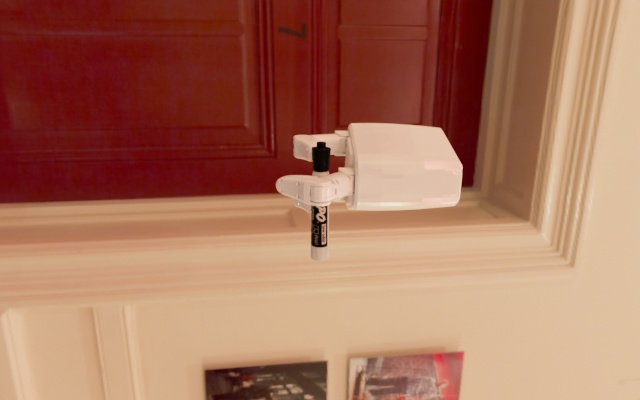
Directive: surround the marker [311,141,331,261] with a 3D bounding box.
[{"bbox_3d":[0.000,0.002,0.477,0.020,0.121,0.020,1,17,0],"label":"marker"}]
